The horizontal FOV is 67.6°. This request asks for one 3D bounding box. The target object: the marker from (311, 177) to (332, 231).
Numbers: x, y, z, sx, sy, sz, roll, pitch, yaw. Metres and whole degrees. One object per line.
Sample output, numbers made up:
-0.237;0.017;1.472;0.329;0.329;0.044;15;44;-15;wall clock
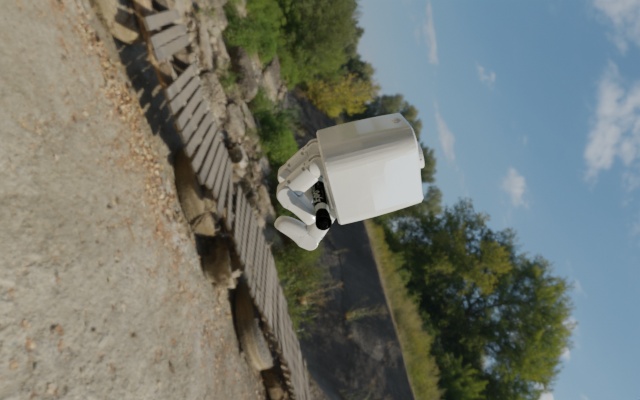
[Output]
0.000;0.002;0.579;0.020;0.020;0.121;0;25;-4;marker
